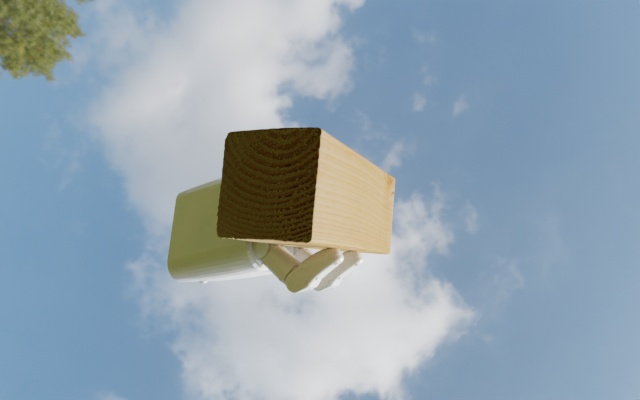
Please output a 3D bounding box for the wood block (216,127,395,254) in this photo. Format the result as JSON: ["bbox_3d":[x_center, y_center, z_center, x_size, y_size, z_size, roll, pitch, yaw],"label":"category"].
[{"bbox_3d":[0.000,0.001,0.466,0.090,0.091,0.206,1,-7,25],"label":"wood block"}]
